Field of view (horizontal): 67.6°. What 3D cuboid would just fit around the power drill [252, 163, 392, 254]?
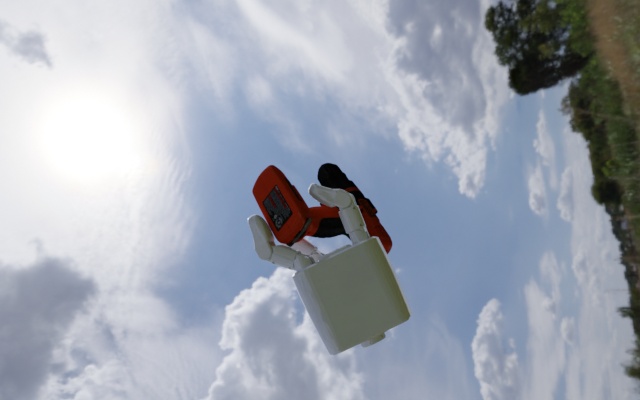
[{"bbox_3d":[0.000,0.002,0.670,0.187,0.057,0.184,8,38,-44],"label":"power drill"}]
